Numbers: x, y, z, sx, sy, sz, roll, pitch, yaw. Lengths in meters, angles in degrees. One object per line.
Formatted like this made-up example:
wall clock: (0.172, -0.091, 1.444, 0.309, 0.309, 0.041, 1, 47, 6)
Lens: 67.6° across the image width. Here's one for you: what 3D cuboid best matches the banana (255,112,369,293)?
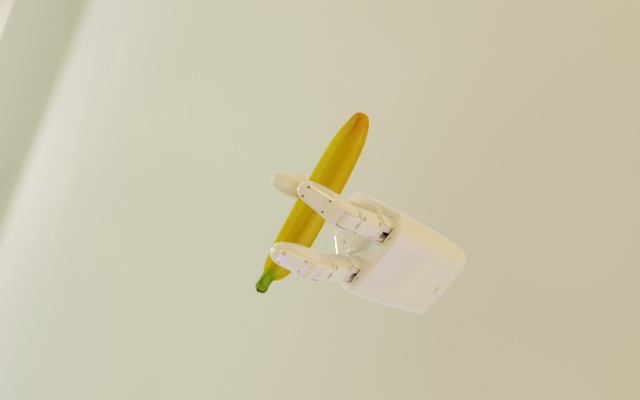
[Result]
banana: (-0.004, 0.004, 0.482, 0.037, 0.198, 0.069, 29, -2, -8)
